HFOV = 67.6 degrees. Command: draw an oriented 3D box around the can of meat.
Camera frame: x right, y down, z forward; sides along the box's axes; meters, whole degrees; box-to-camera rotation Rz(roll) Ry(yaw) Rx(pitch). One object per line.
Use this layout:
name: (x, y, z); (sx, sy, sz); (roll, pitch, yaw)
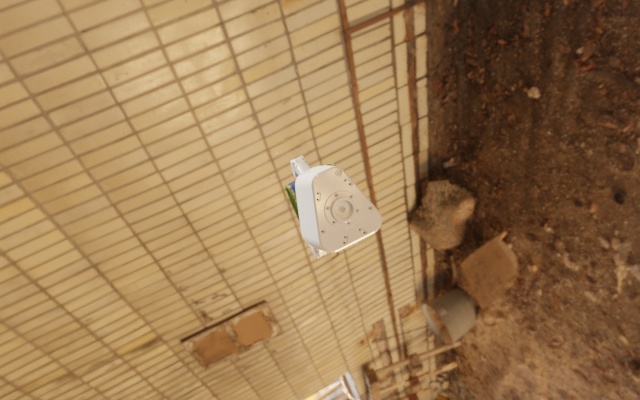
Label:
can of meat: (0.000, 0.003, 0.768); (0.084, 0.102, 0.057); (-26, 11, -11)
